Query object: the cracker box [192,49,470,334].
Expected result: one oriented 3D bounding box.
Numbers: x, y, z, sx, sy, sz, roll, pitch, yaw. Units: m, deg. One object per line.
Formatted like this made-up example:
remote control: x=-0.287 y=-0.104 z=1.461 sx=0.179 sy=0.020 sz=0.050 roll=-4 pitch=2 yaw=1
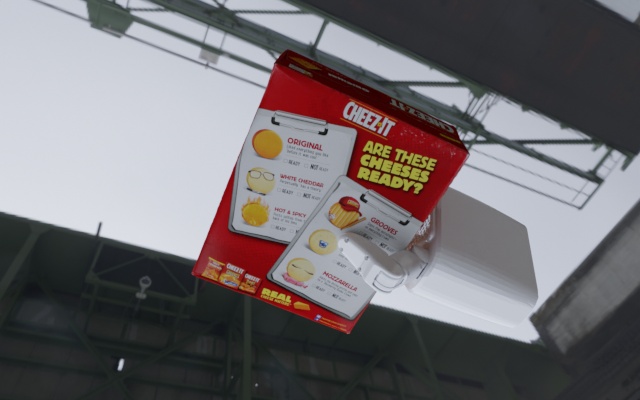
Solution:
cracker box: x=0.000 y=0.002 z=0.427 sx=0.164 sy=0.214 sz=0.072 roll=23 pitch=28 yaw=-9
